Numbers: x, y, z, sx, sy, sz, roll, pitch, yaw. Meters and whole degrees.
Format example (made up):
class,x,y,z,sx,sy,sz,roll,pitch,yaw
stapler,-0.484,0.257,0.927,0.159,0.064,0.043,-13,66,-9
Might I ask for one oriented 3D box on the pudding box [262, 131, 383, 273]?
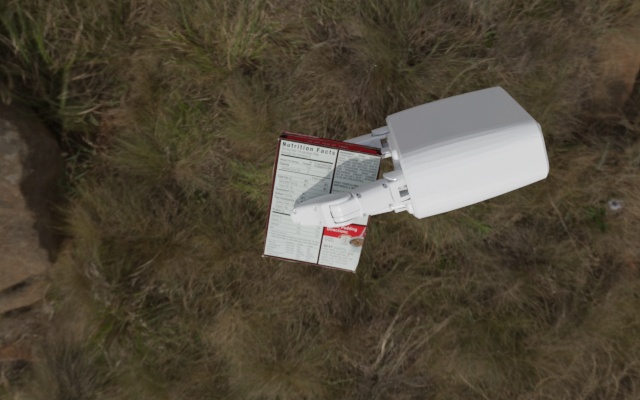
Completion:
class,x,y,z,sx,sy,sz,roll,pitch,yaw
pudding box,0.000,0.001,0.423,0.090,0.113,0.039,11,15,0
